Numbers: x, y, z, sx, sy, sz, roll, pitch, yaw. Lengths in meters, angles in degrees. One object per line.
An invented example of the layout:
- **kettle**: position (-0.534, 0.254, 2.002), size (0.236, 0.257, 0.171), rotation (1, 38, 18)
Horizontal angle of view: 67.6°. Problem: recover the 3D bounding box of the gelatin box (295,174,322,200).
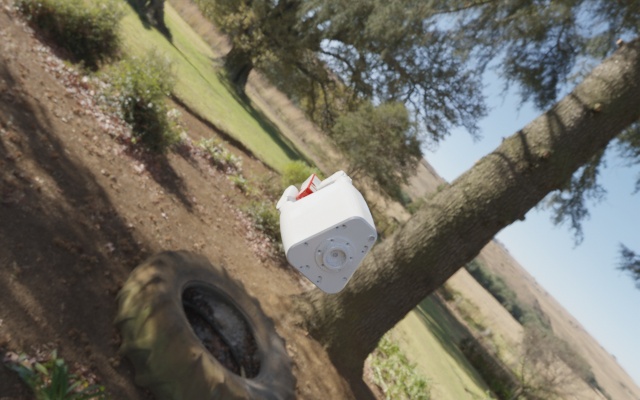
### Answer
- **gelatin box**: position (0.000, 0.002, 0.749), size (0.030, 0.073, 0.089), rotation (-41, 9, 16)
